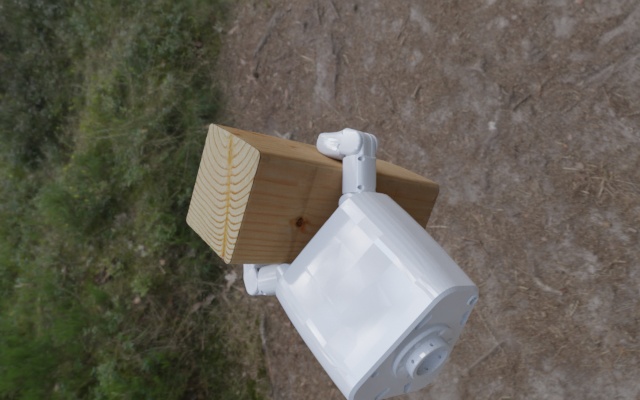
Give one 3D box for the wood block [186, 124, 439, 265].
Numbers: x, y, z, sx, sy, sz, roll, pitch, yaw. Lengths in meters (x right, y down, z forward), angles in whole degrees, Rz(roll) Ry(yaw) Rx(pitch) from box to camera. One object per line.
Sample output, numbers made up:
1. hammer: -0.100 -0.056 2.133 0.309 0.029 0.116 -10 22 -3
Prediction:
1. wood block: 0.000 0.001 0.436 0.206 0.091 0.090 7 16 -40
